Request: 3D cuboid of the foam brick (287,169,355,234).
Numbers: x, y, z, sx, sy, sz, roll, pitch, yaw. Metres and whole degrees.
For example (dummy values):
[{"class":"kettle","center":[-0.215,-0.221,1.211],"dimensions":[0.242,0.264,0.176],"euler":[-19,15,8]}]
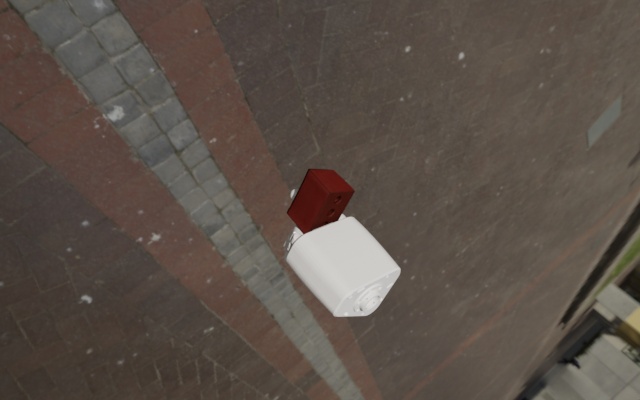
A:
[{"class":"foam brick","center":[0.000,0.002,0.657],"dimensions":[0.053,0.078,0.051],"euler":[-4,41,-45]}]
